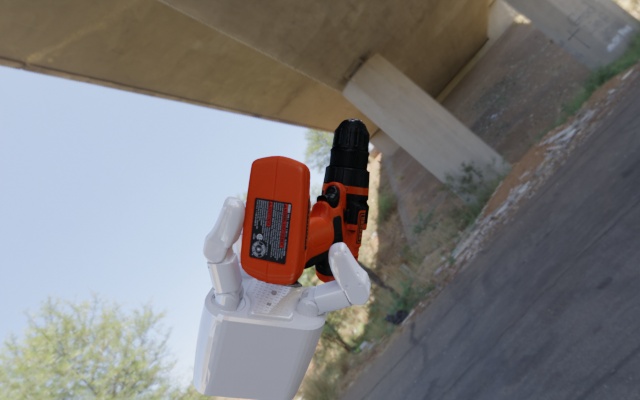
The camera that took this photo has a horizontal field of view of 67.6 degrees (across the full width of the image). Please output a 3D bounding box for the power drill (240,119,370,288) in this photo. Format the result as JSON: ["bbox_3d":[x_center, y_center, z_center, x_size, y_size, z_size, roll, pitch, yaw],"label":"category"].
[{"bbox_3d":[0.000,0.002,0.466,0.057,0.184,0.187,6,2,25],"label":"power drill"}]
